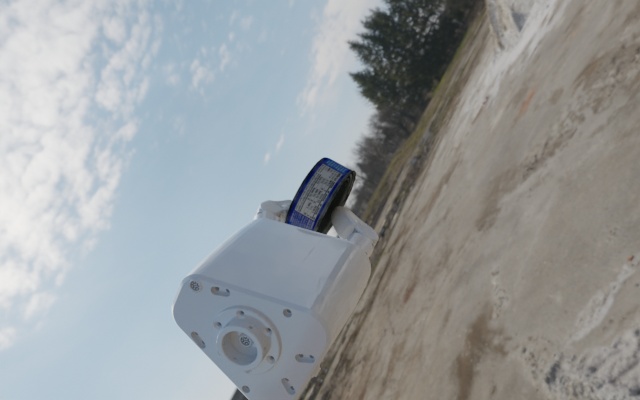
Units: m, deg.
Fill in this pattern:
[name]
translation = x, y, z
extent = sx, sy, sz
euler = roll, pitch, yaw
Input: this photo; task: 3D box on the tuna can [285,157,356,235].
[tuna can]
translation = 0.000, 0.001, 0.470
extent = 0.034, 0.086, 0.086
euler = 29, 6, 11
